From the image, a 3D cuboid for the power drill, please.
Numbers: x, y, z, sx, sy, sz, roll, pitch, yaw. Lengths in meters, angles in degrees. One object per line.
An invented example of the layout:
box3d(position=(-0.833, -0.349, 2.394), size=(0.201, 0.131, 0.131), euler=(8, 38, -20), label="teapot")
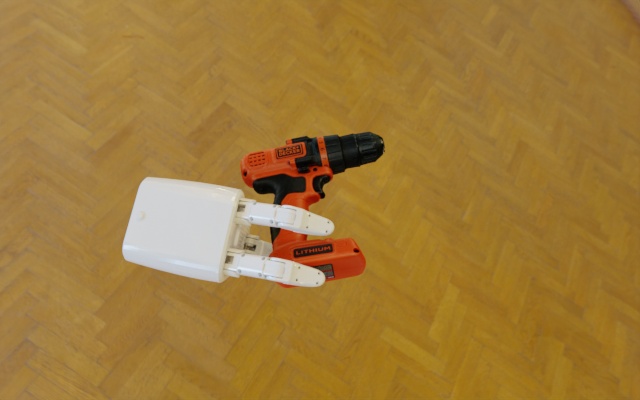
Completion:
box3d(position=(0.000, 0.002, 0.567), size=(0.184, 0.187, 0.057), euler=(-12, -36, 3), label="power drill")
